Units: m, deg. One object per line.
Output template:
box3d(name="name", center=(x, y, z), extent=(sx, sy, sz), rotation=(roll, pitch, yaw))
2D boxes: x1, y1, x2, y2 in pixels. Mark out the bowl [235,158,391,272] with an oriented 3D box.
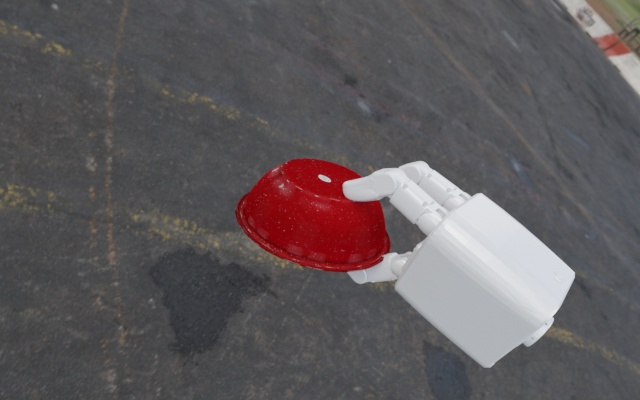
box3d(name="bowl", center=(-0.001, 0.001, 0.477), extent=(0.162, 0.055, 0.162), rotation=(13, 26, -6))
